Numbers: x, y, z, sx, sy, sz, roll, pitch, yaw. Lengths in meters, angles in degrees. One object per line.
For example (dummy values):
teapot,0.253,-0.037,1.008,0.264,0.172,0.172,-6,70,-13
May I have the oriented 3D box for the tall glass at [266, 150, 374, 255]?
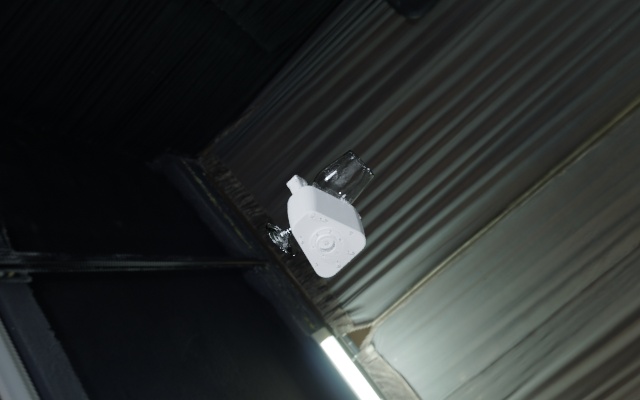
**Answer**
tall glass,0.000,0.003,0.833,0.201,0.079,0.079,-43,-10,11
